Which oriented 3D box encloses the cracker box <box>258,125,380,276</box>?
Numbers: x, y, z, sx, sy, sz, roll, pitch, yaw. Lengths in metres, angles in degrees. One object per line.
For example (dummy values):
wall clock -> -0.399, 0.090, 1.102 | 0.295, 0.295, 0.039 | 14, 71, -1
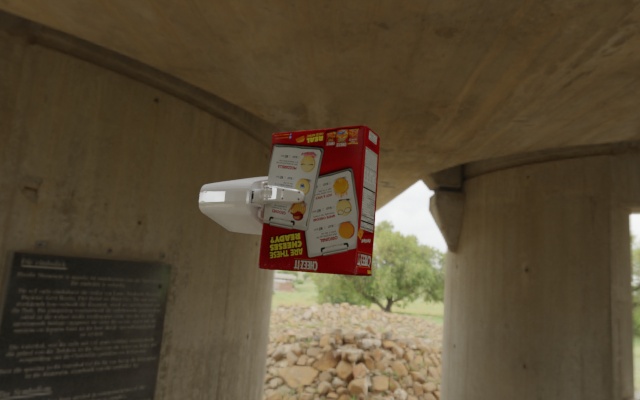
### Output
cracker box -> 0.000, 0.002, 0.723 | 0.164, 0.213, 0.072 | -1, -10, 29
